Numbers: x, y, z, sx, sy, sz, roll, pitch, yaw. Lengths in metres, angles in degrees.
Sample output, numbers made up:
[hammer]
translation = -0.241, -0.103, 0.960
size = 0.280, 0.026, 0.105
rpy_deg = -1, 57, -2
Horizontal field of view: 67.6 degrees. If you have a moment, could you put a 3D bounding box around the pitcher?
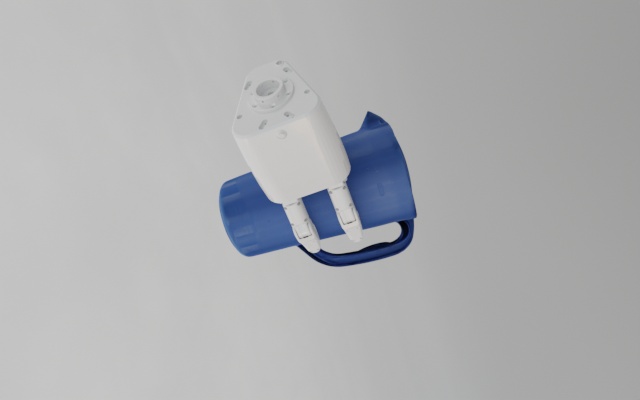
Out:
[pitcher]
translation = 0.000, 0.002, 0.631
size = 0.243, 0.149, 0.145
rpy_deg = -17, -40, 7
